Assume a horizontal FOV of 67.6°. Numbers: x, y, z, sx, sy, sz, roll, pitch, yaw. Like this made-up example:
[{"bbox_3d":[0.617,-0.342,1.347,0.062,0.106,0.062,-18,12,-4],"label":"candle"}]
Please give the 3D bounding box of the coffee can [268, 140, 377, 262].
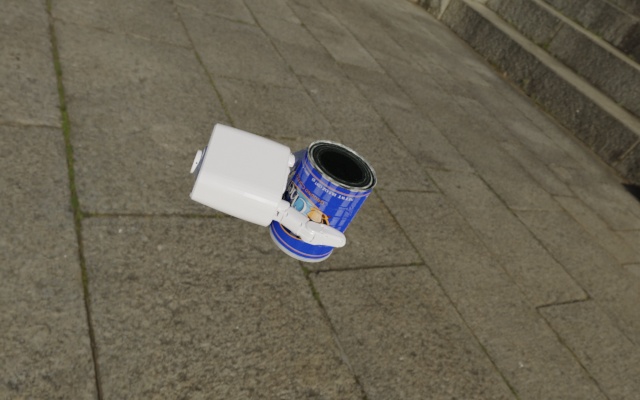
[{"bbox_3d":[0.000,0.002,0.665,0.103,0.140,0.102,20,35,-15],"label":"coffee can"}]
